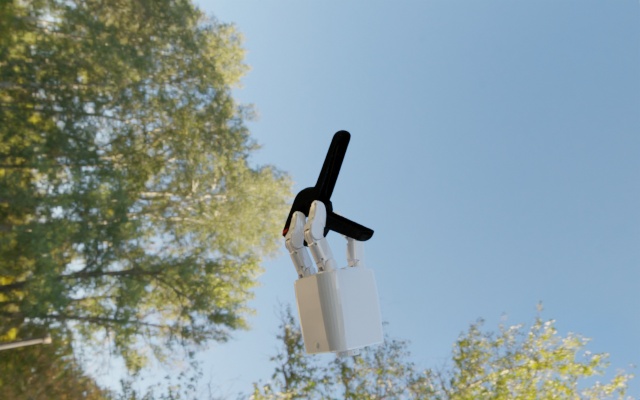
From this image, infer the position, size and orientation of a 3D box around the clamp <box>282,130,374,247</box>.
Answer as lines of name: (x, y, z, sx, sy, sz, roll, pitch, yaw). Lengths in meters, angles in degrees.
clamp: (0.001, 0.003, 0.718, 0.036, 0.164, 0.210, 4, -20, -32)
